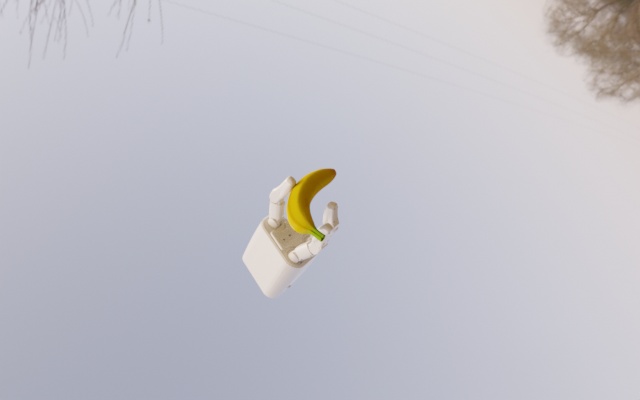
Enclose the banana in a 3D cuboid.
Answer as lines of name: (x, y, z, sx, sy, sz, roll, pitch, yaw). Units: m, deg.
banana: (-0.017, -0.003, 0.787, 0.069, 0.037, 0.197, 23, 36, -8)
